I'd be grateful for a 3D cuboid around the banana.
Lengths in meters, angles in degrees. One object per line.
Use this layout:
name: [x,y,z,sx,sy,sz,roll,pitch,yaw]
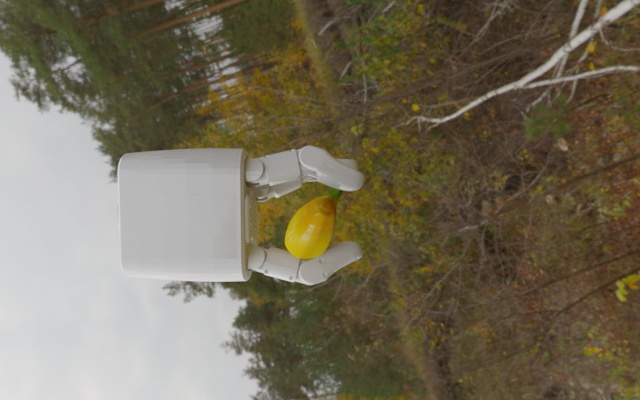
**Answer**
banana: [-0.006,0.018,0.416,0.037,0.069,0.198,21,8,1]
